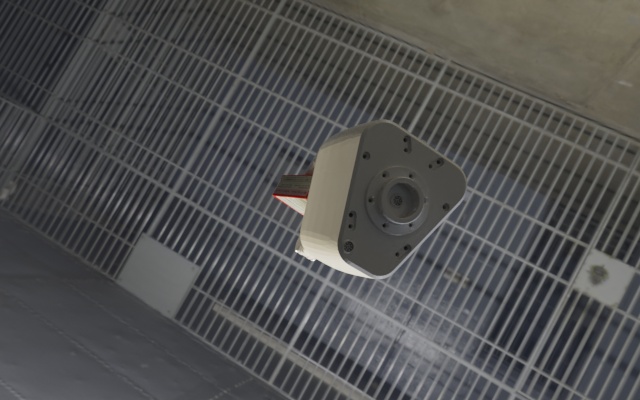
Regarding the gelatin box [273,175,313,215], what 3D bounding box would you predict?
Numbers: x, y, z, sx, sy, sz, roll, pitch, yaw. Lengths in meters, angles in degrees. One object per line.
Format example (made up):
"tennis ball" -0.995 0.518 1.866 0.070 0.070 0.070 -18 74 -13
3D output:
"gelatin box" 0.000 0.002 0.507 0.073 0.030 0.089 33 -14 -25
